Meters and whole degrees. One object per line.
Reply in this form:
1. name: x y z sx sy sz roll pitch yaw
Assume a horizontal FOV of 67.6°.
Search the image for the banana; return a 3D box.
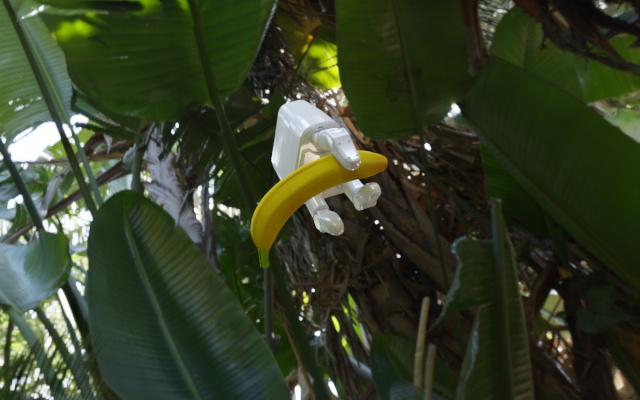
1. banana: -0.012 -0.009 0.558 0.198 0.070 0.037 -39 32 -5
